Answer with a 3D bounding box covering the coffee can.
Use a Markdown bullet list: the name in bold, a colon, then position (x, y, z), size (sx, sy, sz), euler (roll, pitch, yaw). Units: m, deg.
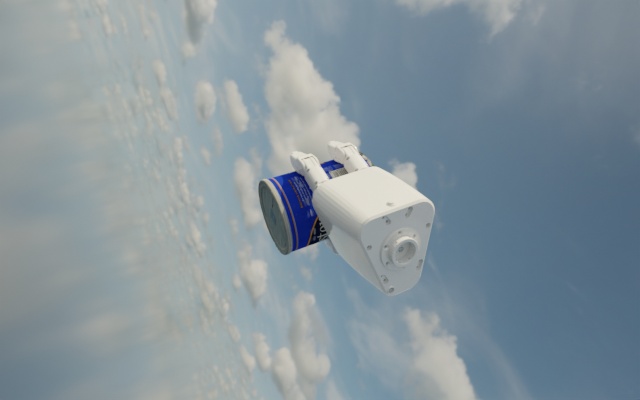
- **coffee can**: position (0.000, 0.002, 0.641), size (0.140, 0.103, 0.103), euler (-18, 6, -19)
